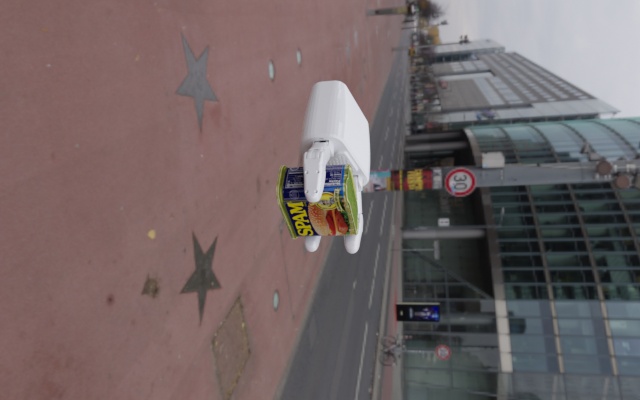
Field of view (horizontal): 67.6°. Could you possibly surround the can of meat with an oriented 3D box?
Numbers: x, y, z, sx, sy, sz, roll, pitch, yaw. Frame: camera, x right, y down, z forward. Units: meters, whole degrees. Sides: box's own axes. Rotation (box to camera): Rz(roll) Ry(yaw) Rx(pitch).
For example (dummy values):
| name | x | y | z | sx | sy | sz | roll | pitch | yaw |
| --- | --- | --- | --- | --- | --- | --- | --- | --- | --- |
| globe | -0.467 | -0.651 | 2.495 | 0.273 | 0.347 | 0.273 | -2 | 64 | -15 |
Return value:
| name | x | y | z | sx | sy | sz | roll | pitch | yaw |
| --- | --- | --- | --- | --- | --- | --- | --- | --- | --- |
| can of meat | 0.000 | 0.002 | 0.586 | 0.084 | 0.057 | 0.102 | -2 | -39 | 12 |
